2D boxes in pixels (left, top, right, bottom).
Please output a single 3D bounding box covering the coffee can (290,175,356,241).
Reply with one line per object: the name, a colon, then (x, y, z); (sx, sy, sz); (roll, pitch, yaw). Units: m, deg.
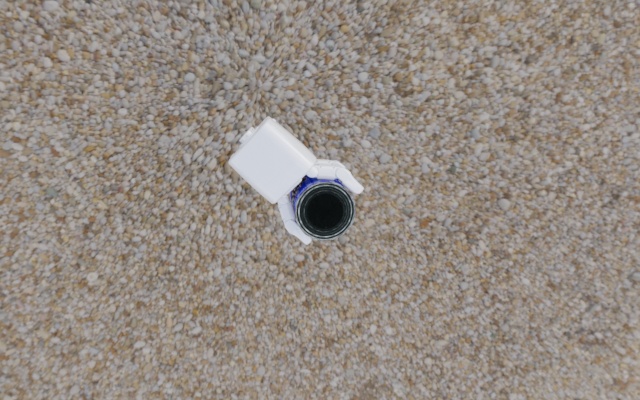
coffee can: (0.000, 0.003, 0.860); (0.103, 0.103, 0.140); (0, 13, -7)
